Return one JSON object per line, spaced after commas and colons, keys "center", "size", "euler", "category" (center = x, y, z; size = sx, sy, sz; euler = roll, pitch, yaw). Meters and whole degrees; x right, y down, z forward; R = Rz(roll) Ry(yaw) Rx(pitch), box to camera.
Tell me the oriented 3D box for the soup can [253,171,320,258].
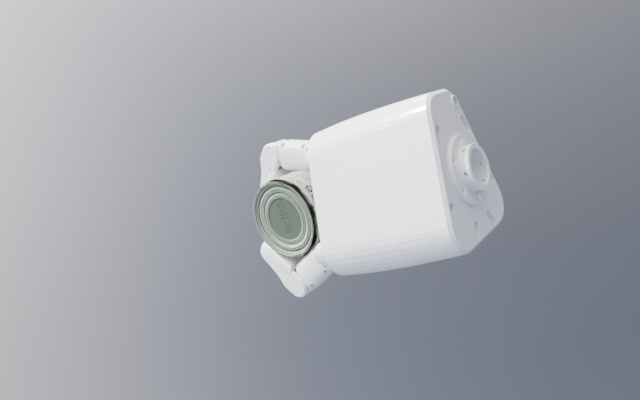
{"center": [-0.001, 0.001, 0.417], "size": [0.068, 0.068, 0.102], "euler": [0, 17, 39], "category": "soup can"}
